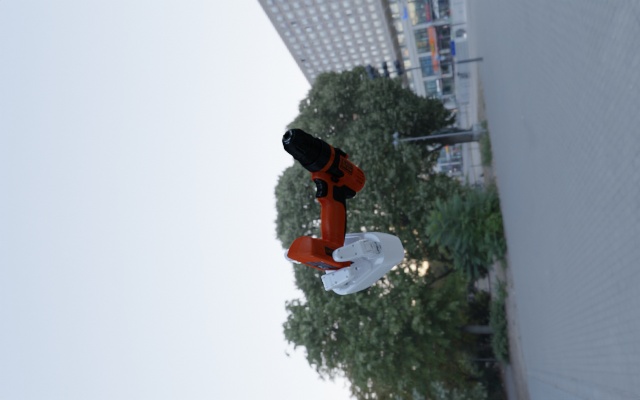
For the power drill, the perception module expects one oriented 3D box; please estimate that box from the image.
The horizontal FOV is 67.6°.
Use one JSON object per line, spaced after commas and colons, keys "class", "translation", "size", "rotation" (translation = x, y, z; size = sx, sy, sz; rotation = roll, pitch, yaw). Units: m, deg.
{"class": "power drill", "translation": [0.000, 0.003, 0.719], "size": [0.057, 0.187, 0.184], "rotation": [-8, -25, 39]}
